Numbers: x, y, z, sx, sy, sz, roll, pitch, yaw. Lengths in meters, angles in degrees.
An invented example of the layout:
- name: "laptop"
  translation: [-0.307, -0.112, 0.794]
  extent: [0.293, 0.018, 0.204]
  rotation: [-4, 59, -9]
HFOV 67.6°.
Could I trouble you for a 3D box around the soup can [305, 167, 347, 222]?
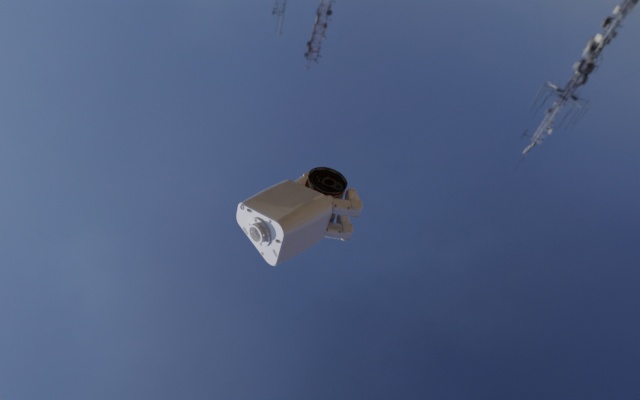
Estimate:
- name: "soup can"
  translation: [0.000, 0.003, 0.824]
  extent: [0.068, 0.102, 0.068]
  rotation: [11, 39, -9]
